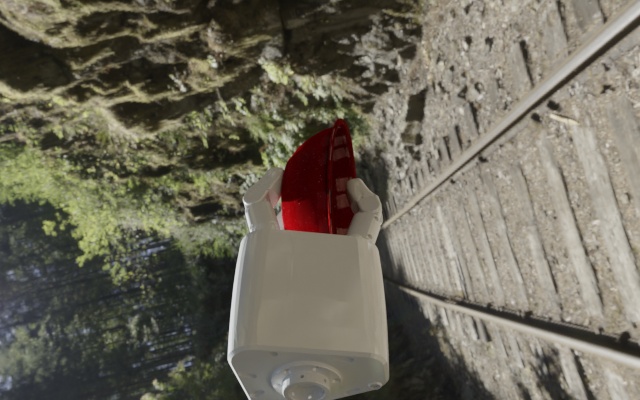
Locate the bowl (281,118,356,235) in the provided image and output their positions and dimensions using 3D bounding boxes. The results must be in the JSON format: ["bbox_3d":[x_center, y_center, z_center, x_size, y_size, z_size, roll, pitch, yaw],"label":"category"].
[{"bbox_3d":[0.000,0.001,0.474,0.055,0.162,0.162,-2,0,13],"label":"bowl"}]
